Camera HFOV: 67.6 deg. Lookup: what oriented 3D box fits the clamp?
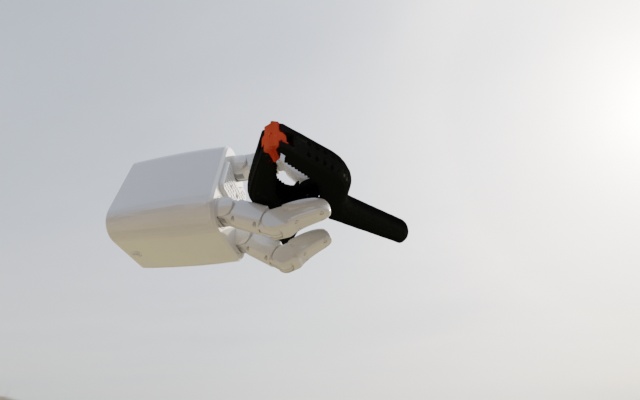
[{"bbox_3d":[0.000,0.001,0.459,0.164,0.036,0.210,-9,-35,6],"label":"clamp"}]
